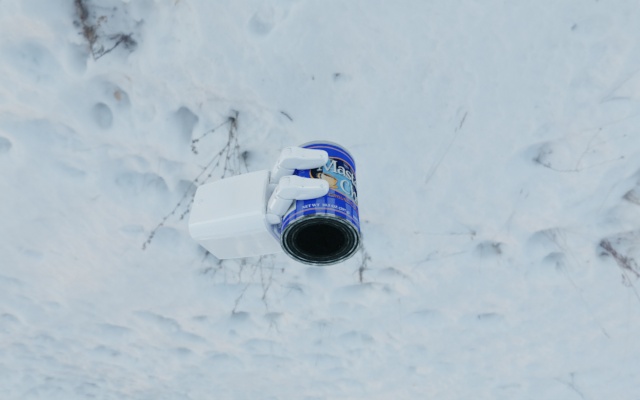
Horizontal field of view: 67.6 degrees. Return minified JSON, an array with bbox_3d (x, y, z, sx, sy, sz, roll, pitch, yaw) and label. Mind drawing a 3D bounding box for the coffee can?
[{"bbox_3d":[0.000,0.002,0.645,0.103,0.140,0.103,0,-44,0],"label":"coffee can"}]
